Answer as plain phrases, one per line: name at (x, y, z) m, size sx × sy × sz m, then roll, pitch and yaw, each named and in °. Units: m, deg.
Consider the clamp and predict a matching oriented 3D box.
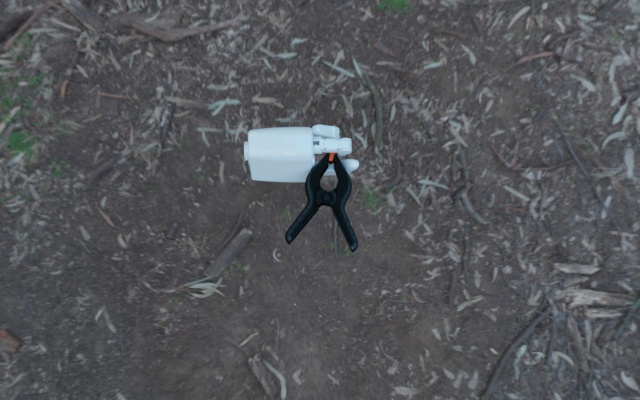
clamp at (0.000, 0.002, 0.800) m, size 0.120 × 0.171 × 0.039 m, roll 0°, pitch -12°, yaw -5°
